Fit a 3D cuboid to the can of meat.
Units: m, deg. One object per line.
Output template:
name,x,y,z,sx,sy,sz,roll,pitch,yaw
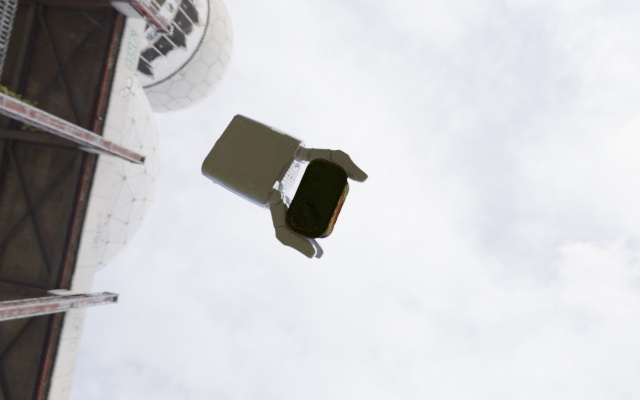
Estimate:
can of meat,0.000,0.002,0.647,0.057,0.102,0.084,23,-3,10
